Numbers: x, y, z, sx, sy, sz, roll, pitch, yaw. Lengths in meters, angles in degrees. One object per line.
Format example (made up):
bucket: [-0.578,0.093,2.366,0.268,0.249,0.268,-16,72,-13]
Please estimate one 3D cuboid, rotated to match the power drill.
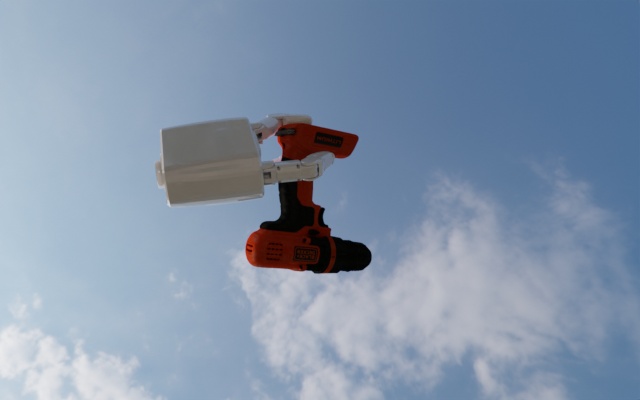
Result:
power drill: [0.000,0.002,0.622,0.184,0.187,0.057,8,-3,-34]
